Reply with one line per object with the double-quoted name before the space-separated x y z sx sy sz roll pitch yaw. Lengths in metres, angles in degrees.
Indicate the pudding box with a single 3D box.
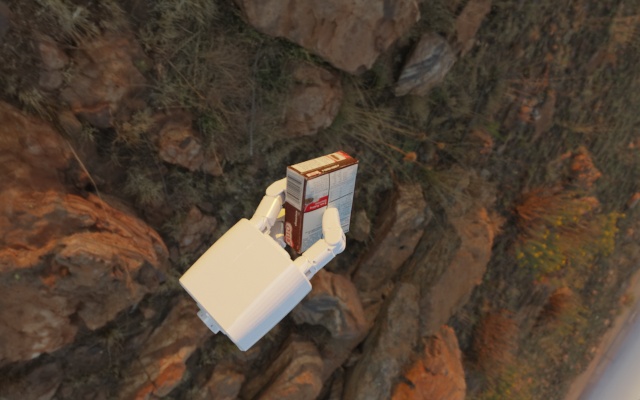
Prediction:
"pudding box" 0.000 0.002 0.609 0.090 0.114 0.039 -21 41 -37
